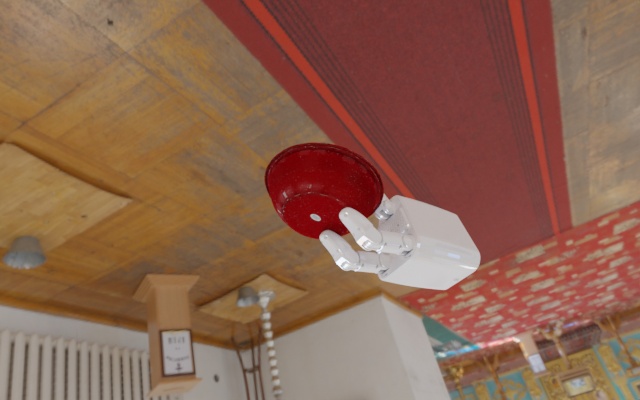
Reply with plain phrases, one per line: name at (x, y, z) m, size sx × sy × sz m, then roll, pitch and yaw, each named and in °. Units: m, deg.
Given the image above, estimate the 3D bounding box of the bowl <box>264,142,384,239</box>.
bowl at (-0.001, 0.002, 0.625) m, size 0.162 × 0.055 × 0.162 m, roll 7°, pitch -42°, yaw 6°
